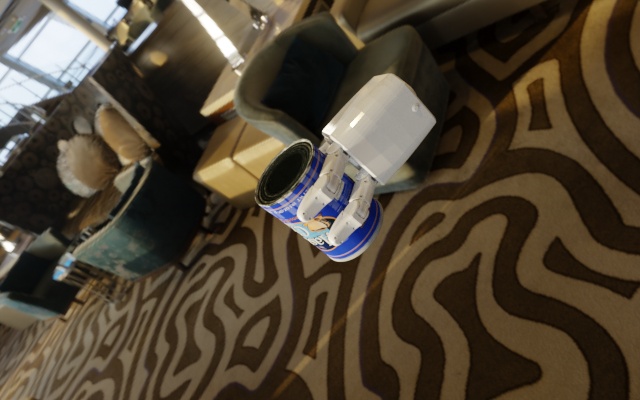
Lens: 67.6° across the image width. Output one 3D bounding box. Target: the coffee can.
[{"bbox_3d":[0.000,0.002,0.627,0.140,0.102,0.103,39,-22,-30],"label":"coffee can"}]
